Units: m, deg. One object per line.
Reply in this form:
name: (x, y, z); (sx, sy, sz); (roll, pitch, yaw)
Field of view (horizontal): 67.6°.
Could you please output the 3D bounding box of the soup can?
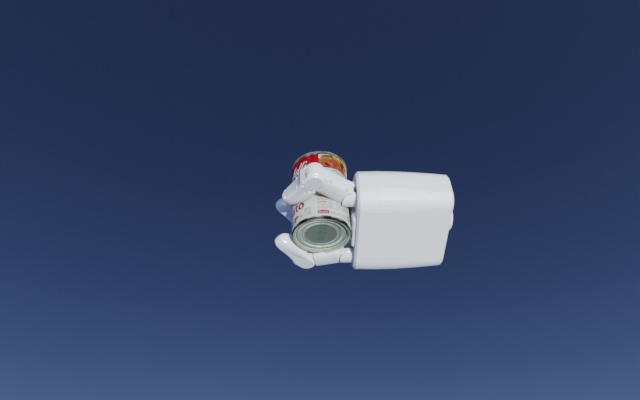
soup can: (0.000, 0.002, 0.560); (0.068, 0.102, 0.069); (-1, -40, -1)
